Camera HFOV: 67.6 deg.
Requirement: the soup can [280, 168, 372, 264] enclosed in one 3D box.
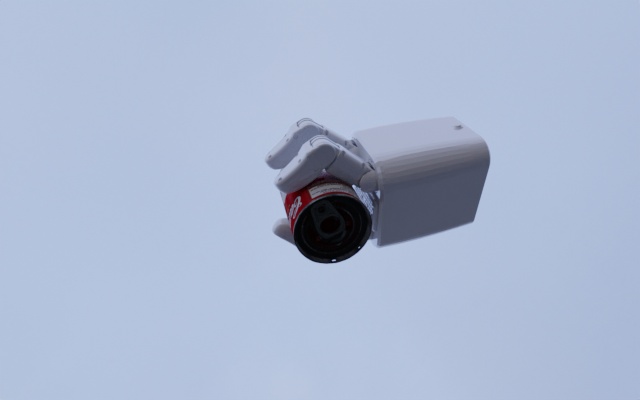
[{"bbox_3d":[0.000,0.002,0.441,0.068,0.068,0.102,0,28,-14],"label":"soup can"}]
